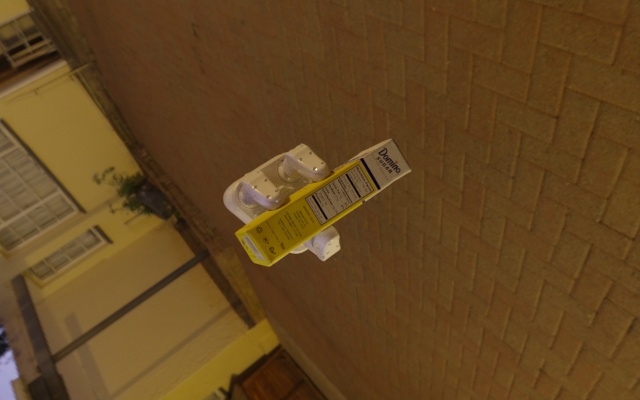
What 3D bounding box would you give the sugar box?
[{"bbox_3d":[0.000,0.001,0.499,0.176,0.048,0.093,-36,6,-17],"label":"sugar box"}]
